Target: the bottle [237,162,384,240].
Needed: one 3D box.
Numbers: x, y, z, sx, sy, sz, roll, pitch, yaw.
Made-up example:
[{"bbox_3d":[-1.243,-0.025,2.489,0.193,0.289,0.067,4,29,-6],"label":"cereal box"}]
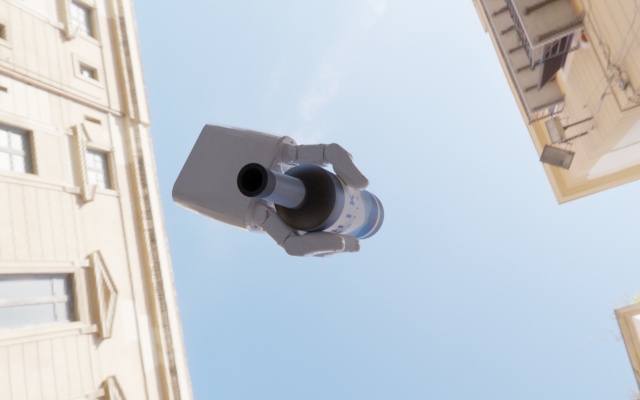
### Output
[{"bbox_3d":[0.000,0.002,0.504,0.069,0.069,0.296,0,-7,21],"label":"bottle"}]
